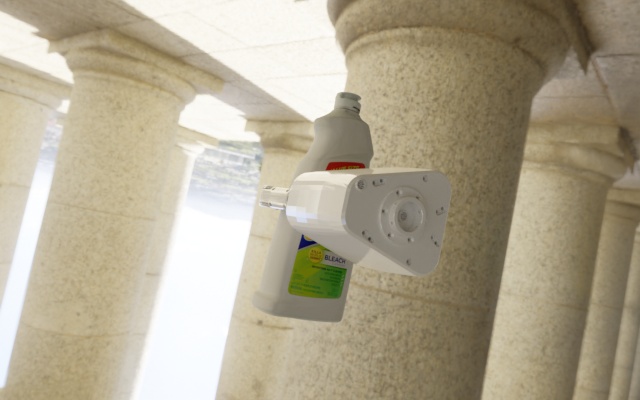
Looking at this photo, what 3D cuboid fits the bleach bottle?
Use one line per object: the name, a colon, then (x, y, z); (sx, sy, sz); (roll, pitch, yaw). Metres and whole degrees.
bleach bottle: (0.000, 0.002, 0.529); (0.102, 0.251, 0.068); (14, -5, -28)
